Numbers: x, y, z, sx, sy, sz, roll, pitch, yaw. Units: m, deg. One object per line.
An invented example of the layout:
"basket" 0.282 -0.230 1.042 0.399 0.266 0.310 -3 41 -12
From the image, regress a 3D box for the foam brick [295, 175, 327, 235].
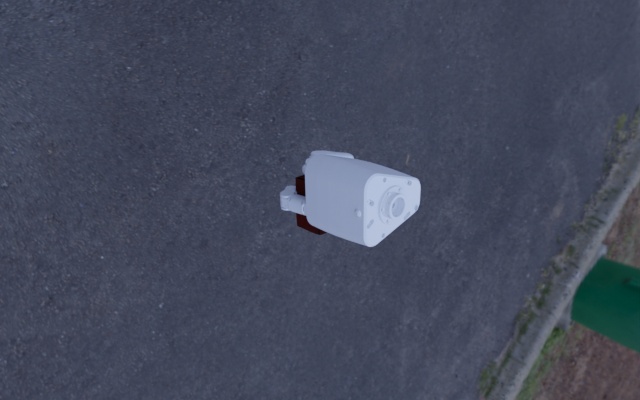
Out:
"foam brick" 0.000 0.002 0.685 0.053 0.078 0.051 -19 27 -39
